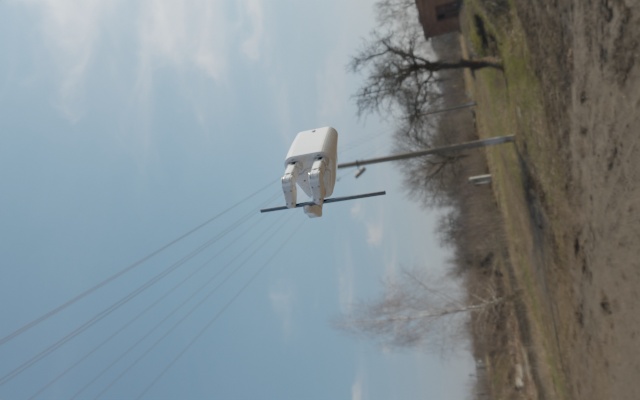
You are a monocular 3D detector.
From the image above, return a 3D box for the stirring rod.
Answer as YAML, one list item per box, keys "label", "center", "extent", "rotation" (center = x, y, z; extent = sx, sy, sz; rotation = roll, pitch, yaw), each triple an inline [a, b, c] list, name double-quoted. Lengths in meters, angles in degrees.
- label: "stirring rod"
  center: [0.000, 0.003, 0.872]
  extent: [0.239, 0.011, 0.011]
  rotation: [-8, -3, 18]
